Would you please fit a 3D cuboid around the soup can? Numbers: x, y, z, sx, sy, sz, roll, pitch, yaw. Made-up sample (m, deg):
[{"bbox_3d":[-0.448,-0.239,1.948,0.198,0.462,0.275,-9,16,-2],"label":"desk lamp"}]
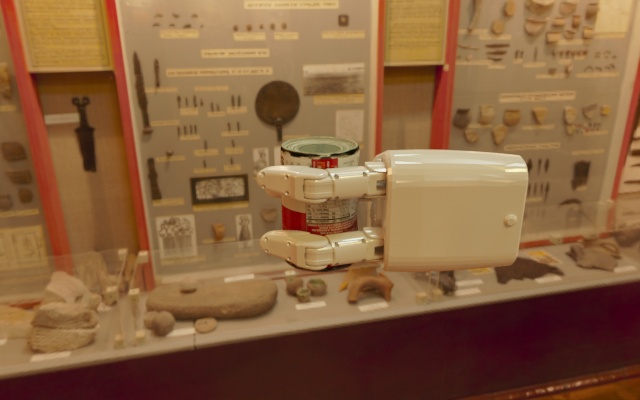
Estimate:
[{"bbox_3d":[0.000,0.001,0.412,0.068,0.102,0.068,0,19,0],"label":"soup can"}]
